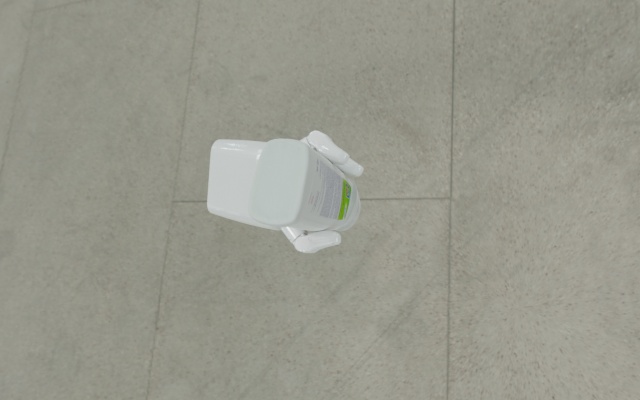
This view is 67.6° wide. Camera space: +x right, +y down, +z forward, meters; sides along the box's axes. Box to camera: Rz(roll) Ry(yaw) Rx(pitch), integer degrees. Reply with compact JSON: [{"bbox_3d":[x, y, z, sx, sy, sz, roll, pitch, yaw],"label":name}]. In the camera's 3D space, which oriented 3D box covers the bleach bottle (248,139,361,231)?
[{"bbox_3d":[0.000,0.002,0.632,0.068,0.102,0.251,8,-9,24],"label":"bleach bottle"}]
